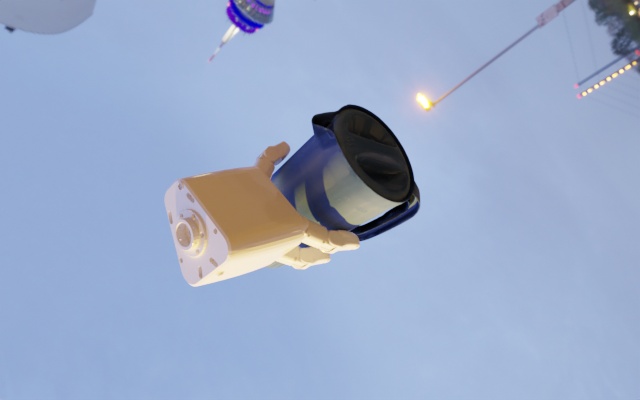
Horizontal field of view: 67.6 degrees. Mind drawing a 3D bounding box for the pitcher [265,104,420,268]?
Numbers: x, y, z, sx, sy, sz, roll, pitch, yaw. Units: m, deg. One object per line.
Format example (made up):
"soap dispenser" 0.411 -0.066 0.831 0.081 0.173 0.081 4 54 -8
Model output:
"pitcher" 0.000 0.002 0.628 0.243 0.149 0.145 -36 -13 38
